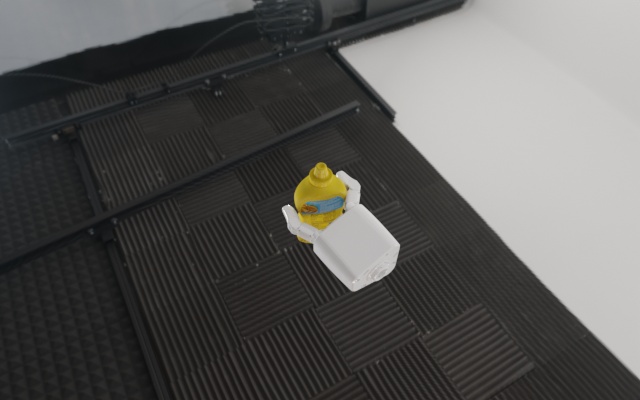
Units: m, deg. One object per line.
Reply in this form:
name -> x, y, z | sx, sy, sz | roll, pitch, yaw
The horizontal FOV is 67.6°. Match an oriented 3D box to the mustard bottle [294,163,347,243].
mustard bottle -> 0.000, 0.003, 0.882 | 0.096, 0.058, 0.192 | -9, -38, -8
